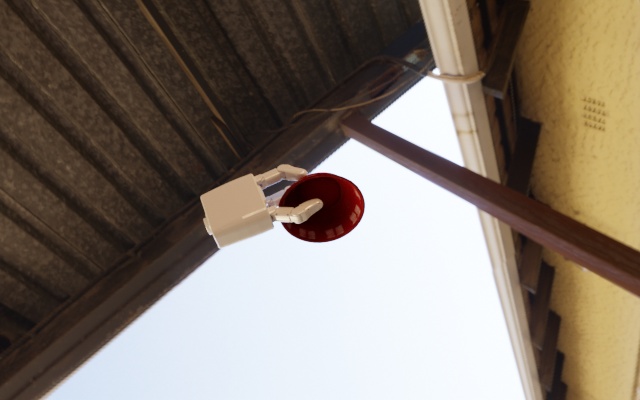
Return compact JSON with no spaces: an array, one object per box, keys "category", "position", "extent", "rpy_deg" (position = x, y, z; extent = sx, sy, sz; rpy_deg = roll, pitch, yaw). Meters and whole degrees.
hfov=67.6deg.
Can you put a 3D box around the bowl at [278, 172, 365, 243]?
[{"category":"bowl","position":[0.001,0.003,0.895],"extent":[0.162,0.162,0.055],"rpy_deg":[0,37,-7]}]
